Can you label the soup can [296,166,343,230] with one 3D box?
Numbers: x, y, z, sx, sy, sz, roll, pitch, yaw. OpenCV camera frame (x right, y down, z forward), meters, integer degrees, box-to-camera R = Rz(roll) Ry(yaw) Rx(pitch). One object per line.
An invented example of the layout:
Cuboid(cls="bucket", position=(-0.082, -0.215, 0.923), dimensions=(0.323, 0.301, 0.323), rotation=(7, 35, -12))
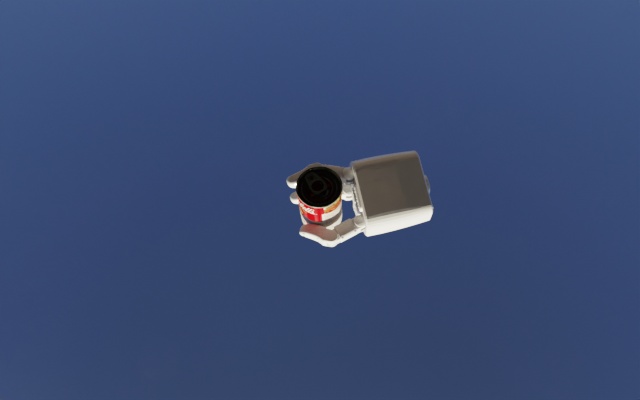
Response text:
Cuboid(cls="soup can", position=(0.000, 0.003, 0.731), dimensions=(0.068, 0.068, 0.102), rotation=(0, -27, 3))
